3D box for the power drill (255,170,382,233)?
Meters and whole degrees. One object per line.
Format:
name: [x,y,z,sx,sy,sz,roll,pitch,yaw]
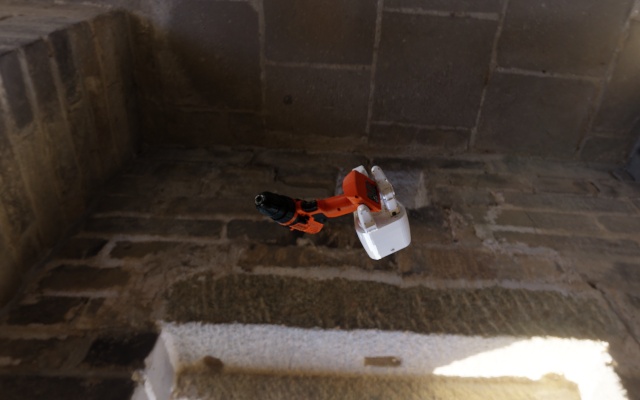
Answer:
power drill: [0.001,0.003,0.858,0.188,0.057,0.184,-17,-22,28]
